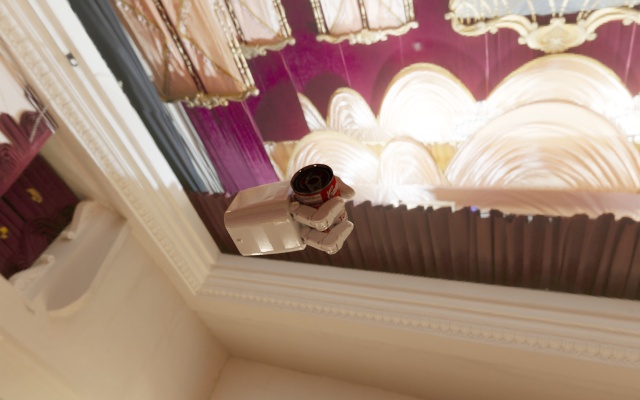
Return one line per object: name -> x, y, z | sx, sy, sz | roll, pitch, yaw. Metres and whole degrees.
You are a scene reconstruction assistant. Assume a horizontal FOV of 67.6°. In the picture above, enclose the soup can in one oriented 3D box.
soup can -> 0.001, 0.002, 0.747 | 0.068, 0.102, 0.068 | -11, 41, 10
